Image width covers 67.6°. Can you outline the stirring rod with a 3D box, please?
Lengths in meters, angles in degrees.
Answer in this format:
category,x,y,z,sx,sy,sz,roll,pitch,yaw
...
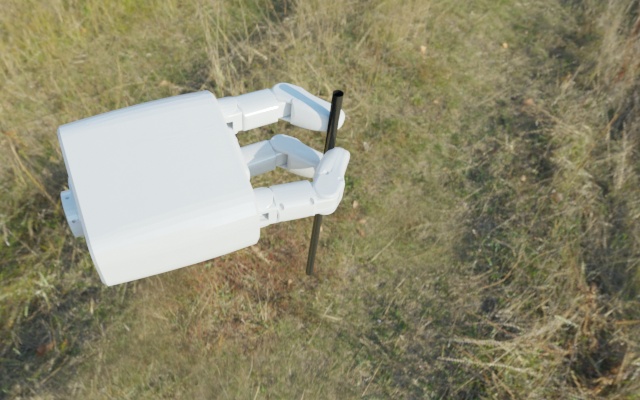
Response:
category,x,y,z,sx,sy,sz,roll,pitch,yaw
stirring rod,0.000,0.002,0.429,0.011,0.011,0.240,0,-40,-8
